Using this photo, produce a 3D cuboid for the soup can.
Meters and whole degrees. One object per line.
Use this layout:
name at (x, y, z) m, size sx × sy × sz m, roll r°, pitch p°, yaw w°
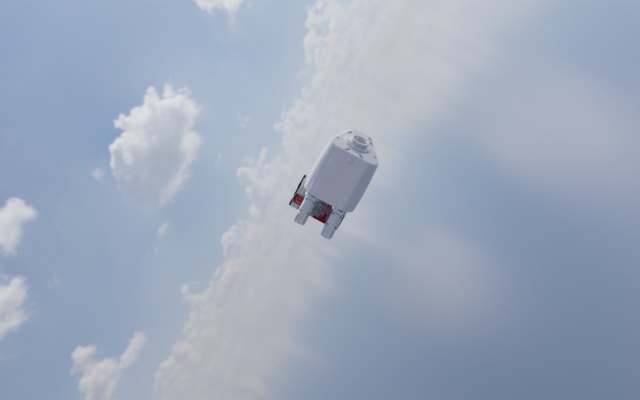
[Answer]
soup can at (0.000, 0.003, 0.896) m, size 0.102 × 0.068 × 0.068 m, roll 28°, pitch -1°, yaw -1°
